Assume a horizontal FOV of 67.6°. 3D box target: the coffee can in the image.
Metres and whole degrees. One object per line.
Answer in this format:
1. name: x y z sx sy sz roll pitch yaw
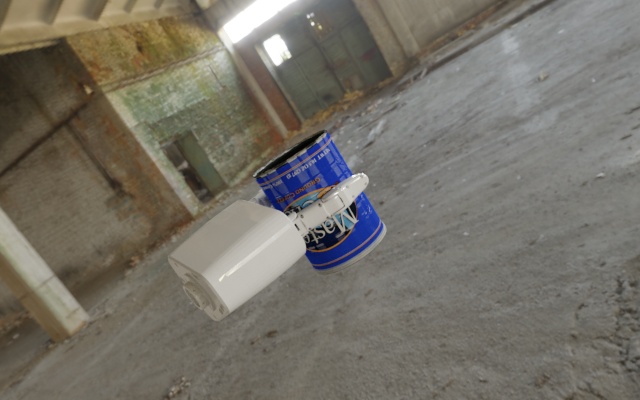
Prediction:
1. coffee can: 0.000 0.002 0.571 0.103 0.140 0.102 -31 13 8
